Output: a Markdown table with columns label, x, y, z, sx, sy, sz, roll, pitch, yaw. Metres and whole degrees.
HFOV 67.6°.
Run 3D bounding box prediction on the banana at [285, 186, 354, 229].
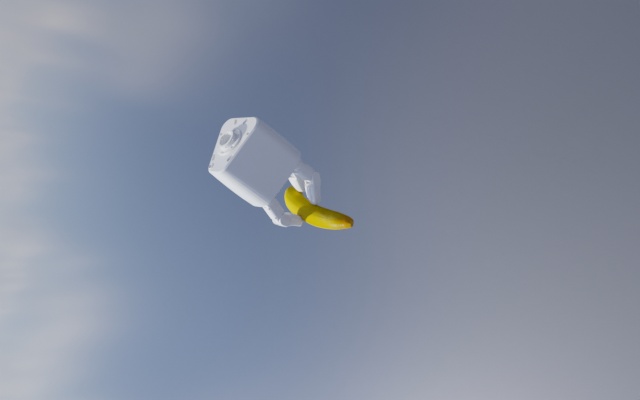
| label | x | y | z | sx | sy | sz | roll | pitch | yaw |
| --- | --- | --- | --- | --- | --- | --- | --- | --- | --- |
| banana | -0.017 | 0.010 | 0.874 | 0.069 | 0.037 | 0.197 | -30 | 36 | -15 |
